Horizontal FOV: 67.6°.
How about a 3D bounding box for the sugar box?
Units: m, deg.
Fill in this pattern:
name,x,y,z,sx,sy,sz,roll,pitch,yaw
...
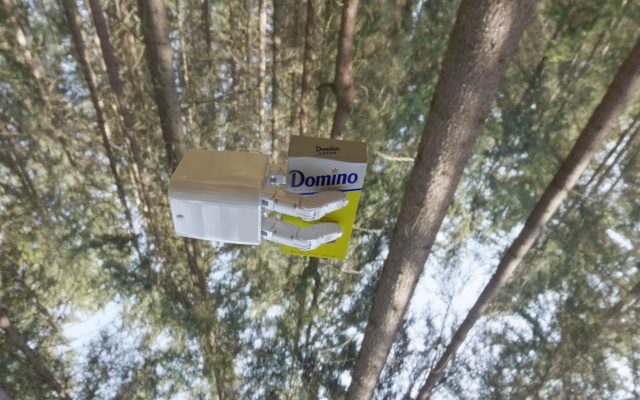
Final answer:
name,x,y,z,sx,sy,sz,roll,pitch,yaw
sugar box,0.000,0.002,0.608,0.093,0.048,0.176,5,-44,-2
